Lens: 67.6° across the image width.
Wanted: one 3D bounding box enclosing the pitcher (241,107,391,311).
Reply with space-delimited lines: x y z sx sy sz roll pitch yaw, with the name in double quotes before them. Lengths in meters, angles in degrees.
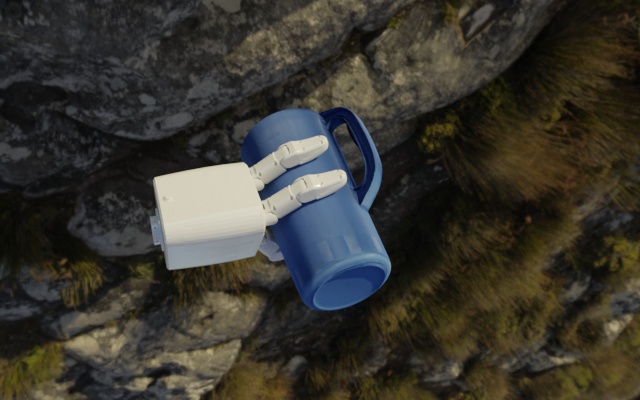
"pitcher" 0.000 0.002 0.594 0.145 0.242 0.149 -9 -39 -20
